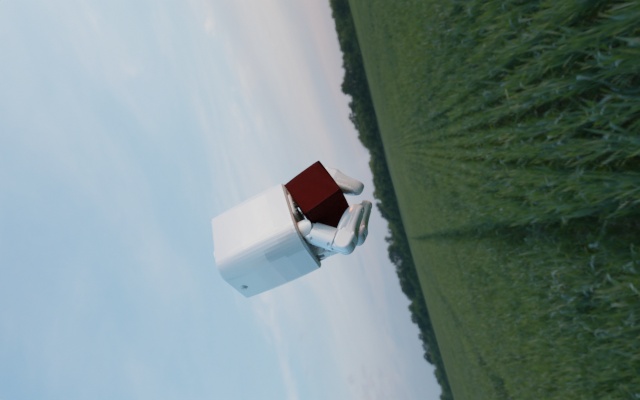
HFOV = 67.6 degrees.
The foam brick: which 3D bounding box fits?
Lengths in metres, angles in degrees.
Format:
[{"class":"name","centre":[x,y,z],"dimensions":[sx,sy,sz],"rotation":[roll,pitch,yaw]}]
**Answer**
[{"class":"foam brick","centre":[0.000,0.002,0.577],"dimensions":[0.051,0.053,0.078],"rotation":[-34,-34,-3]}]
